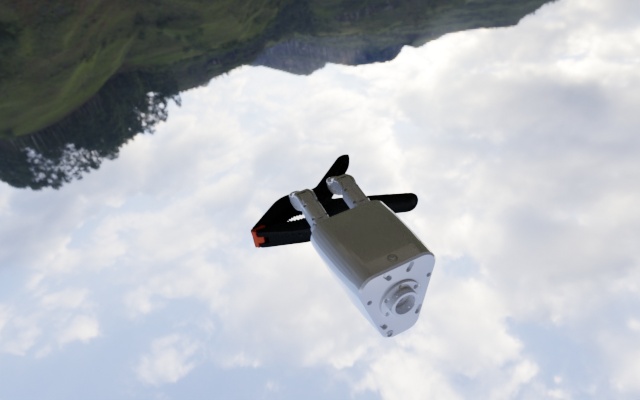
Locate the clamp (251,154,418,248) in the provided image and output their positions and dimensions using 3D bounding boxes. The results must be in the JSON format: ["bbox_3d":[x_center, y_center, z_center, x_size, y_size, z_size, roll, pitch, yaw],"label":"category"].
[{"bbox_3d":[0.000,0.003,0.642,0.210,0.036,0.164,-22,35,-17],"label":"clamp"}]
